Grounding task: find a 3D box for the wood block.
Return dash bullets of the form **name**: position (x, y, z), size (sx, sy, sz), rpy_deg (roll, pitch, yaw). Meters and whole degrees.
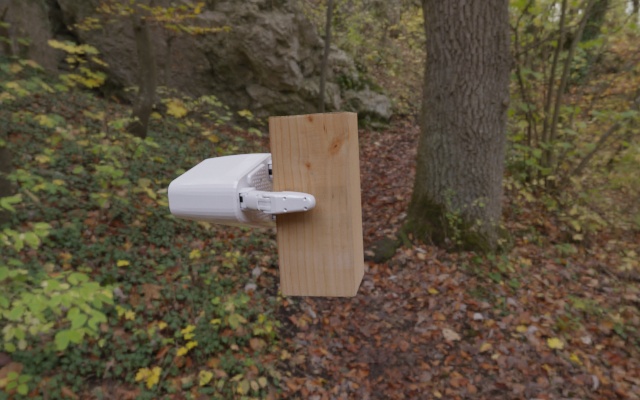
- **wood block**: position (0.000, 0.002, 0.572), size (0.090, 0.206, 0.091), rpy_deg (-2, 9, 13)
